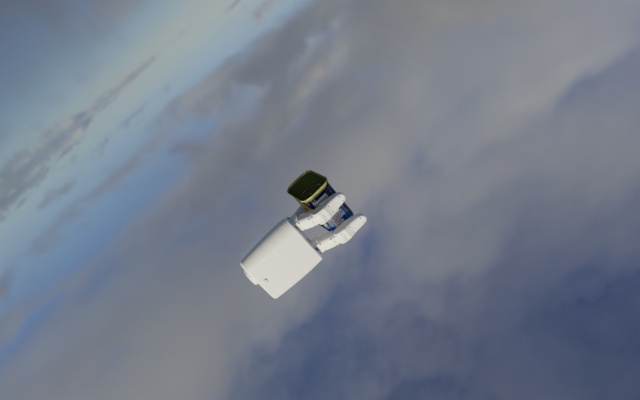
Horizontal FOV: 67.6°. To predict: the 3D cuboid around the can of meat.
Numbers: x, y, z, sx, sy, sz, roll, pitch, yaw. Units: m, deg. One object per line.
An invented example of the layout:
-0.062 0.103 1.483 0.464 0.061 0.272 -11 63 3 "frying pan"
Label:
0.000 0.003 0.814 0.057 0.084 0.102 -44 25 -8 "can of meat"
